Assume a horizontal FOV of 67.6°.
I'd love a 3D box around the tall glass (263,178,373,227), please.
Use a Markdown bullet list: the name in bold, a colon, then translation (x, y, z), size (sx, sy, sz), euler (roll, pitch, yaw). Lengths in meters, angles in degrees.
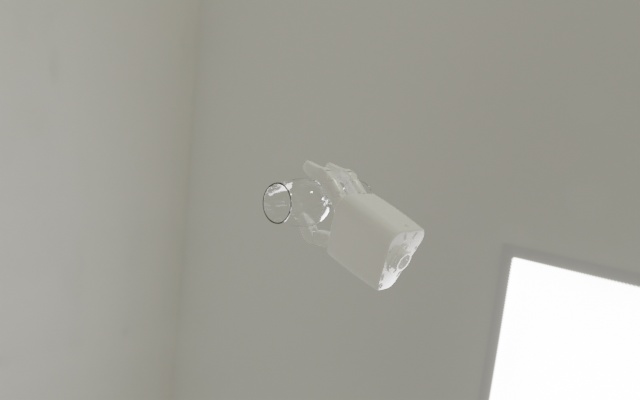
- **tall glass**: translation (0.000, 0.003, 0.782), size (0.079, 0.079, 0.201), euler (0, 1, 41)
